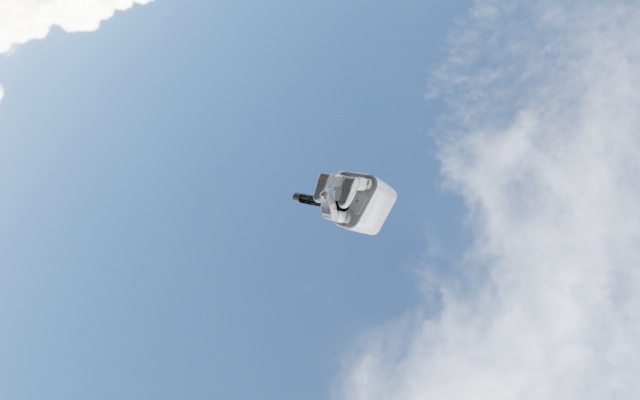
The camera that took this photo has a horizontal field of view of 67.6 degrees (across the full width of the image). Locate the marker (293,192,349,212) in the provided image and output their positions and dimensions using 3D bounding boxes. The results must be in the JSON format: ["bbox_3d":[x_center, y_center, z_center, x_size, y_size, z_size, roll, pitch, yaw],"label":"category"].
[{"bbox_3d":[0.000,0.003,0.893,0.121,0.020,0.020,11,6,34],"label":"marker"}]
